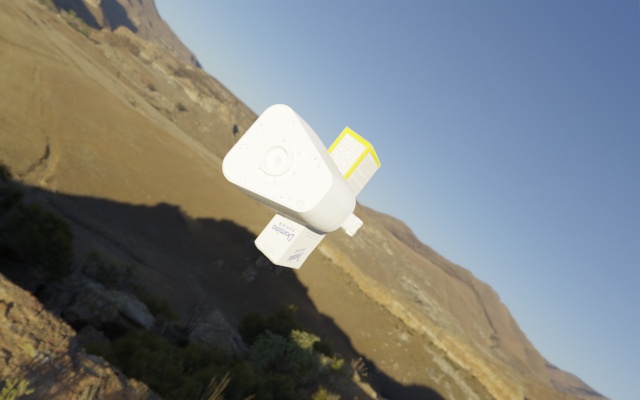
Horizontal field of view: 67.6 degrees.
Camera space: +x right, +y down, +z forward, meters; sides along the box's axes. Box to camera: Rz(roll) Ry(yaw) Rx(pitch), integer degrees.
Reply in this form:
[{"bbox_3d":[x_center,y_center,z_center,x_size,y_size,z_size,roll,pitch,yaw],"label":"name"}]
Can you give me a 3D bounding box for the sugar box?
[{"bbox_3d":[0.000,0.001,0.590,0.048,0.176,0.093,41,0,19],"label":"sugar box"}]
